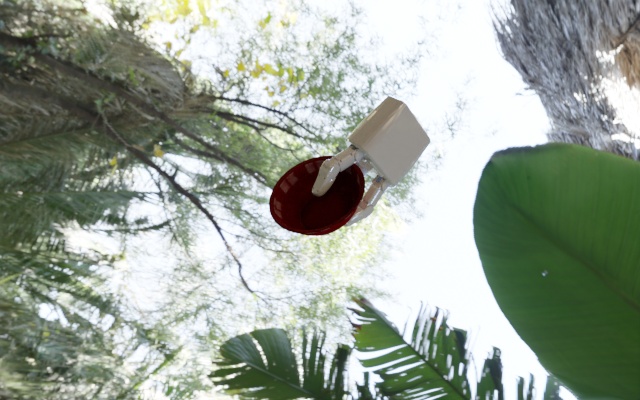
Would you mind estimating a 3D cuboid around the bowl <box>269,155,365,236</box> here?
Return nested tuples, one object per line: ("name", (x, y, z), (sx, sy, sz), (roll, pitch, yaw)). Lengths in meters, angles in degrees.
("bowl", (-0.001, 0.004, 0.781), (0.162, 0.162, 0.055), (0, -39, 22))
